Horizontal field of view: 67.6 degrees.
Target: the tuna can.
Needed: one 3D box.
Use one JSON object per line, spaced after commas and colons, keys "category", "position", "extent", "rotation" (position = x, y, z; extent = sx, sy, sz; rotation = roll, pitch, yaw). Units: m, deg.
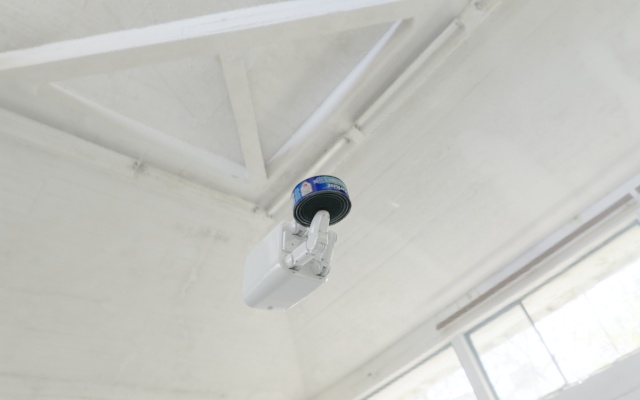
{"category": "tuna can", "position": [0.000, 0.002, 0.694], "extent": [0.086, 0.033, 0.086], "rotation": [-8, -38, -6]}
